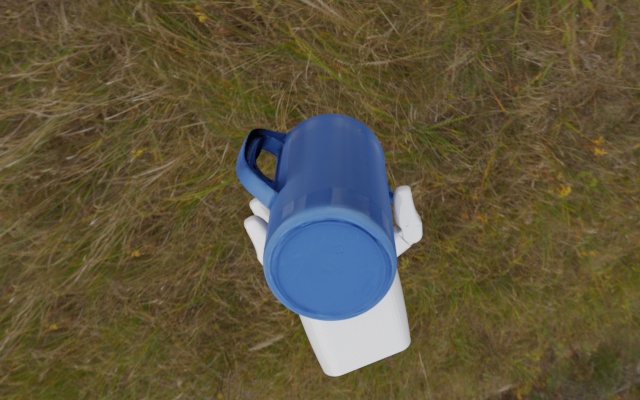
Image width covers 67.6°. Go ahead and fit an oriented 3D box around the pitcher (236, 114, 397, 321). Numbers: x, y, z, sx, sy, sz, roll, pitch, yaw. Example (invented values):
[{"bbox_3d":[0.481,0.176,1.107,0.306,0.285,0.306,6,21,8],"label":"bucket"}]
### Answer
[{"bbox_3d":[0.000,0.002,0.480,0.149,0.145,0.242,-15,23,8],"label":"pitcher"}]
